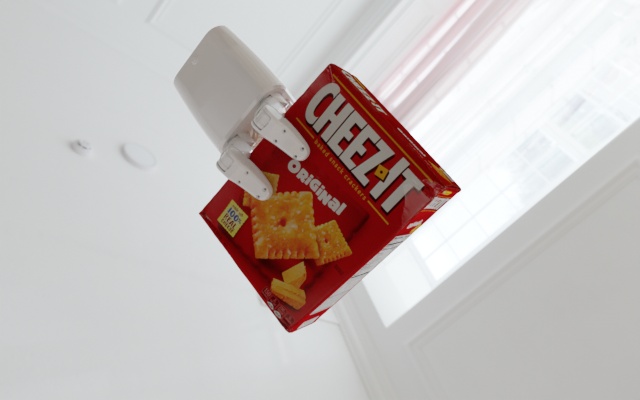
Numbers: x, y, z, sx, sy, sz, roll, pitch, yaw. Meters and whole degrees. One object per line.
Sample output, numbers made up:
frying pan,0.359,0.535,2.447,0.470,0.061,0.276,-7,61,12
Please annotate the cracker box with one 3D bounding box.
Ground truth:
cracker box,0.000,0.002,0.477,0.214,0.164,0.072,-46,-18,20
